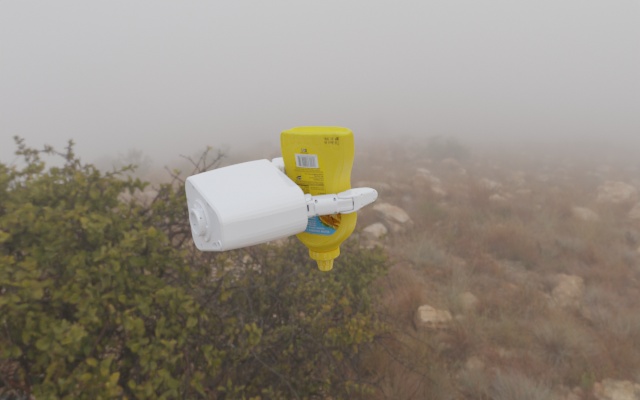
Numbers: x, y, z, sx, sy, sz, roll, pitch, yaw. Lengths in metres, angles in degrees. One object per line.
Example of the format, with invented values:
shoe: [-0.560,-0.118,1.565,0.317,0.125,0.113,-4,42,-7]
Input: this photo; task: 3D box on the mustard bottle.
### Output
mustard bottle: [0.000,0.002,0.623,0.096,0.192,0.058,6,20,31]
